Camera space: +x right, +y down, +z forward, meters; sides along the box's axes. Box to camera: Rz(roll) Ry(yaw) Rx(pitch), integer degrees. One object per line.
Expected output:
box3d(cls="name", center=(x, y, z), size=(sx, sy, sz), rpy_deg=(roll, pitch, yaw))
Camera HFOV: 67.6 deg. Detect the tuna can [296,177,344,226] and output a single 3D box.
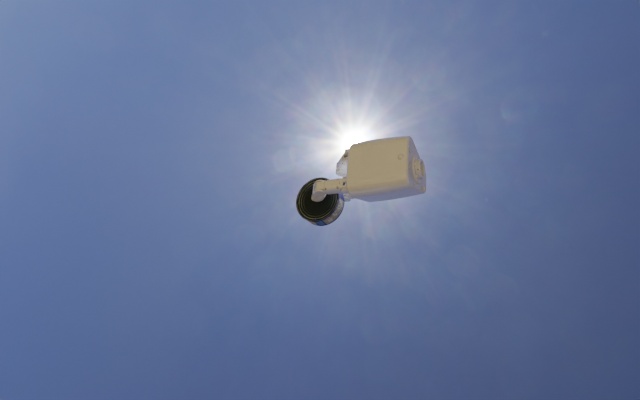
box3d(cls="tuna can", center=(0.000, 0.003, 0.882), size=(0.086, 0.086, 0.034), rpy_deg=(0, -20, 27))
